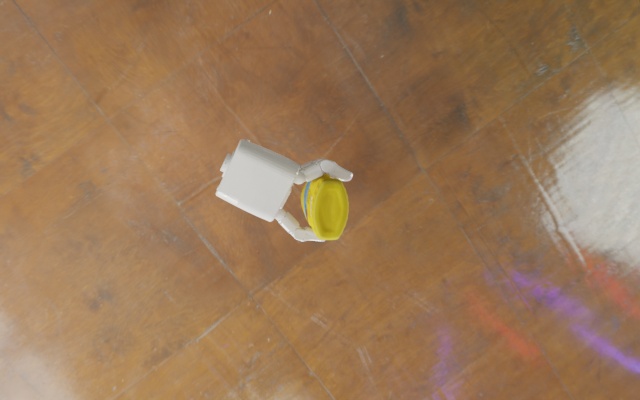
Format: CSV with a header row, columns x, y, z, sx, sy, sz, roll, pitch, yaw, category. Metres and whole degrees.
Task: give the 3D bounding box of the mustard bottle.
x,y,z,sx,sy,sz,roll,pitch,yaw,category
0.001,0.003,0.824,0.058,0.096,0.191,0,8,-10,mustard bottle
